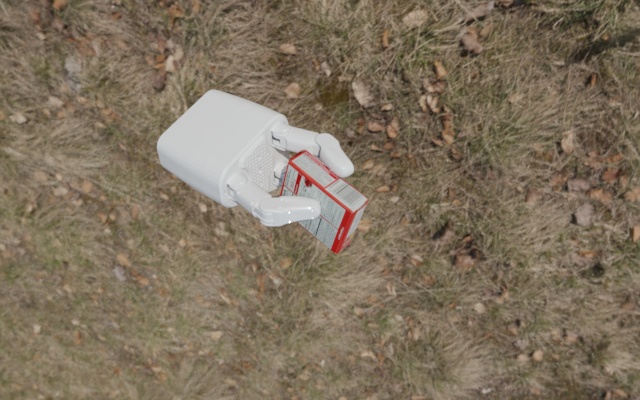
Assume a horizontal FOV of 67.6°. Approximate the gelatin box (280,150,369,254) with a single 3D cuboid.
[{"bbox_3d":[0.000,0.002,0.494,0.089,0.073,0.030,39,52,18],"label":"gelatin box"}]
